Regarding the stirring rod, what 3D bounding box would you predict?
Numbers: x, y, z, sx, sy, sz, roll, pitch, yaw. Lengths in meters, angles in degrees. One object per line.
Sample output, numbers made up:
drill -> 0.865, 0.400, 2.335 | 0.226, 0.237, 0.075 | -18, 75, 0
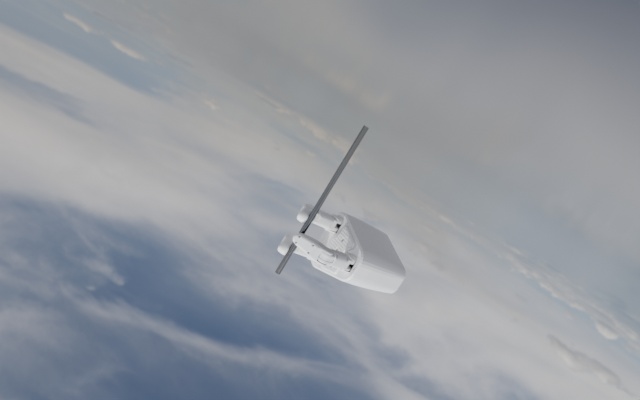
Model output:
stirring rod -> 0.000, 0.002, 0.661 | 0.011, 0.239, 0.011 | 30, 10, -6
